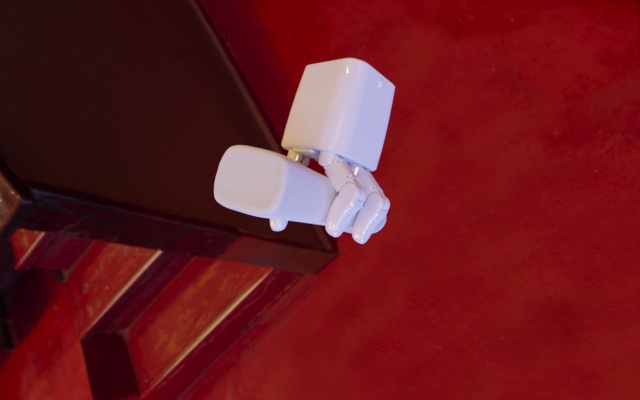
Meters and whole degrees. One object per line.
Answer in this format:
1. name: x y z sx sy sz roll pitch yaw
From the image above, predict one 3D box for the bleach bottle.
1. bleach bottle: 0.000 0.002 0.573 0.102 0.068 0.251 14 -2 37
